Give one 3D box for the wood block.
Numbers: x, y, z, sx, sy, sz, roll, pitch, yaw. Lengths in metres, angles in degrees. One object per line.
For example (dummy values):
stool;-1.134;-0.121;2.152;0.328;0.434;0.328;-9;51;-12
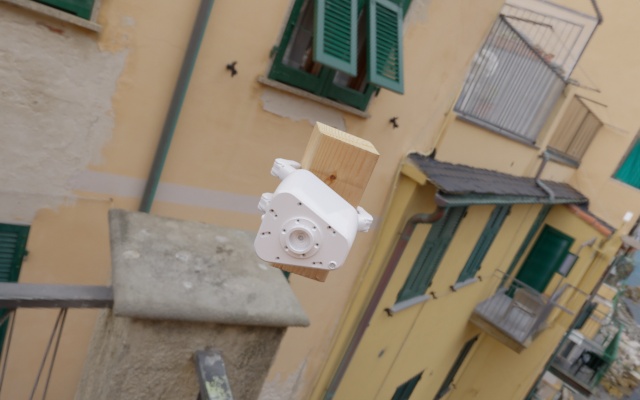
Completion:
wood block;0.000;0.002;0.705;0.091;0.206;0.090;20;17;-10
